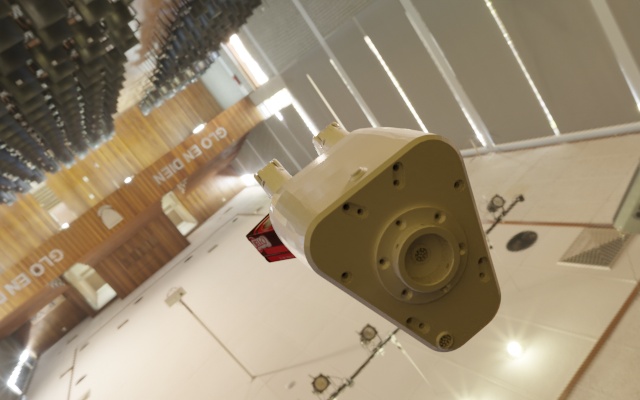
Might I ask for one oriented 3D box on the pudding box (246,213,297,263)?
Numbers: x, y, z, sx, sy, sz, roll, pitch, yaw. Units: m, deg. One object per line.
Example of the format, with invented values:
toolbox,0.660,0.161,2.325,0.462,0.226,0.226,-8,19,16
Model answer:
pudding box,0.000,0.001,0.408,0.113,0.039,0.090,-45,16,-33
